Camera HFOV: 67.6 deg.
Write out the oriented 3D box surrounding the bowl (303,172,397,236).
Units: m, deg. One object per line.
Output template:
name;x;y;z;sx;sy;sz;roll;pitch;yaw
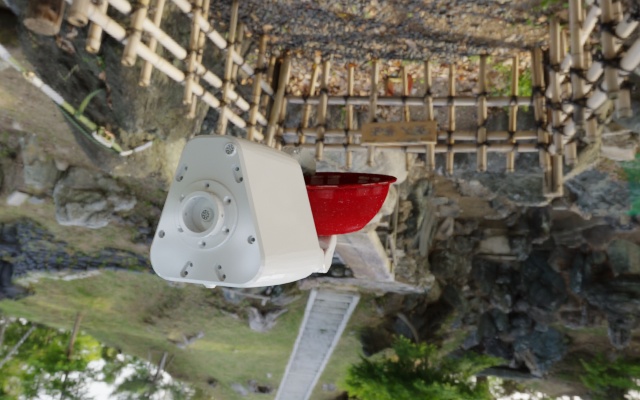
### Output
bowl;0.001;0.002;0.510;0.162;0.055;0.162;-1;8;0
